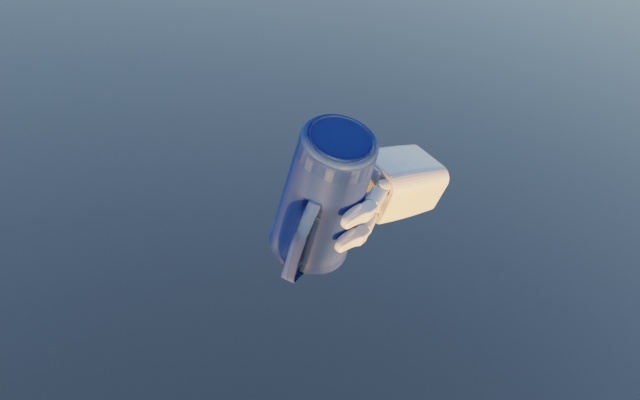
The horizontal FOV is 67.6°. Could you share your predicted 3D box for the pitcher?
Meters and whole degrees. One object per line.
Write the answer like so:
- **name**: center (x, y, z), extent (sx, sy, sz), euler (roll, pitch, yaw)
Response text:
- **pitcher**: center (0.000, 0.002, 0.706), extent (0.145, 0.149, 0.243), euler (-11, -37, -23)
